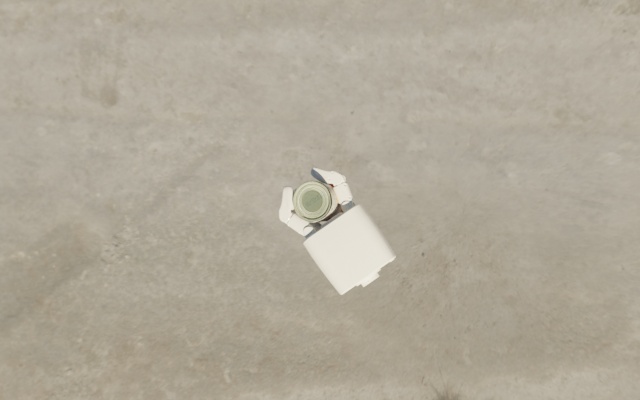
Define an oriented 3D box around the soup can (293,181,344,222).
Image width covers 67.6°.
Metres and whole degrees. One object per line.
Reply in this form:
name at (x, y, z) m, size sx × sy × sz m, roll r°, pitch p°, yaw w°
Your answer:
soup can at (0.000, 0.002, 0.810) m, size 0.068 × 0.068 × 0.102 m, roll 0°, pitch -1°, yaw 17°
